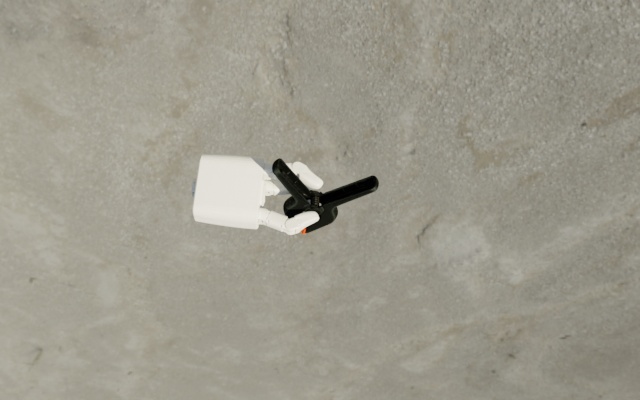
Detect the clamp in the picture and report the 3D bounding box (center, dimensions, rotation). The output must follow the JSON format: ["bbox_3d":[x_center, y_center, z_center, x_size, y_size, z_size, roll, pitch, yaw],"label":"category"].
[{"bbox_3d":[0.000,0.004,0.796,0.164,0.036,0.210,7,-29,-3],"label":"clamp"}]
